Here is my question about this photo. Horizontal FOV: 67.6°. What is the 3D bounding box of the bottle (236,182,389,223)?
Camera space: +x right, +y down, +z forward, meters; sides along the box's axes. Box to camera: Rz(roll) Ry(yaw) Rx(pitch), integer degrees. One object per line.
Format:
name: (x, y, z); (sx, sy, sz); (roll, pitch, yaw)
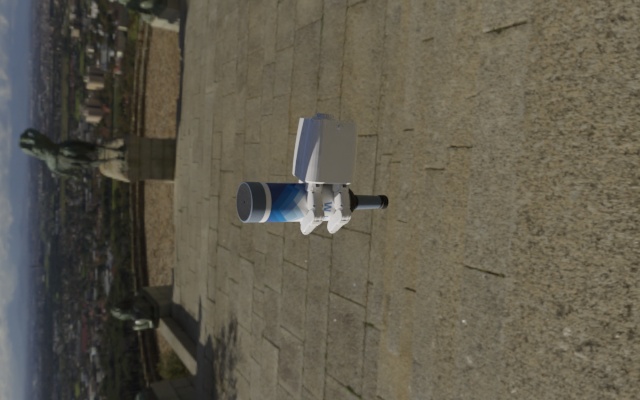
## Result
bottle: (0.000, 0.003, 0.852); (0.296, 0.069, 0.069); (0, 0, -32)
